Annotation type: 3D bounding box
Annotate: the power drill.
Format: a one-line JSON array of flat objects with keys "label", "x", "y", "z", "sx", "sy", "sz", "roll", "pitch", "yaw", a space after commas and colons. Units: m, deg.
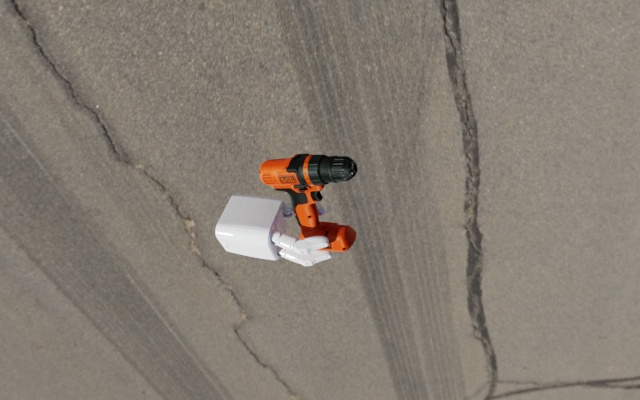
[{"label": "power drill", "x": 0.000, "y": 0.003, "z": 0.832, "sx": 0.184, "sy": 0.188, "sz": 0.057, "roll": 1, "pitch": 37, "yaw": 33}]
